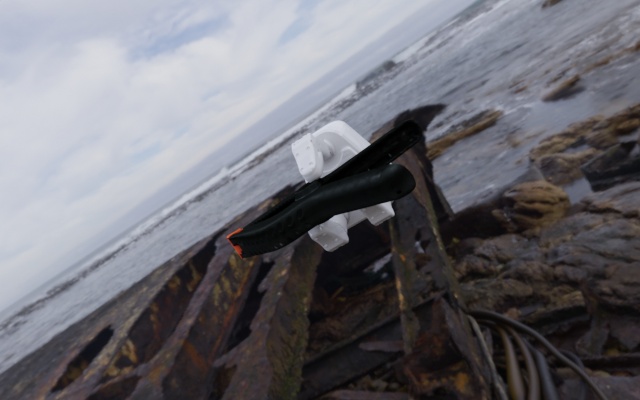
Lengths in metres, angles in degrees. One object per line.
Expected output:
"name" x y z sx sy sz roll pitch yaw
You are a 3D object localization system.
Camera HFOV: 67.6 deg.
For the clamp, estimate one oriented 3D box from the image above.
"clamp" -0.001 0.001 0.423 0.210 0.036 0.164 -31 10 15
